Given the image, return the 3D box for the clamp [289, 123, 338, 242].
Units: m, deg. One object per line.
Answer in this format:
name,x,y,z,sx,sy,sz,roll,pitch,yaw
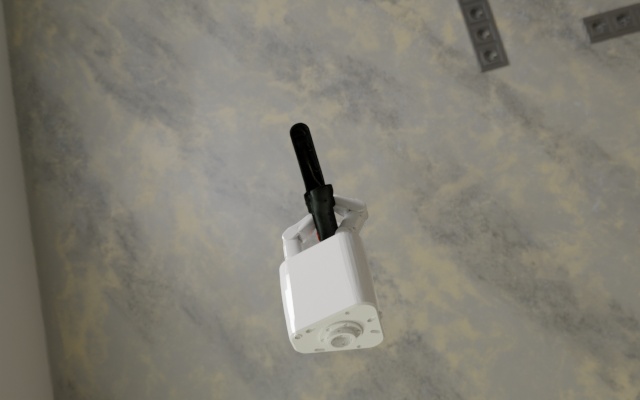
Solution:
clamp,0.000,0.002,0.586,0.039,0.172,0.120,-15,42,2
